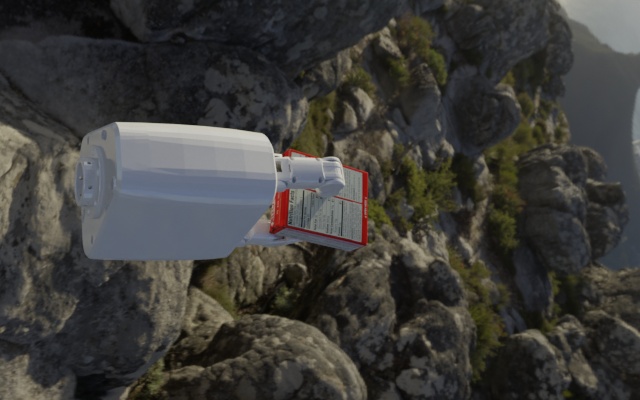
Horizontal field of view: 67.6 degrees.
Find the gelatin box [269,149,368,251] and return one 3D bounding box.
[{"bbox_3d":[0.001,0.001,0.431,0.089,0.073,0.030,14,-24,-28],"label":"gelatin box"}]
